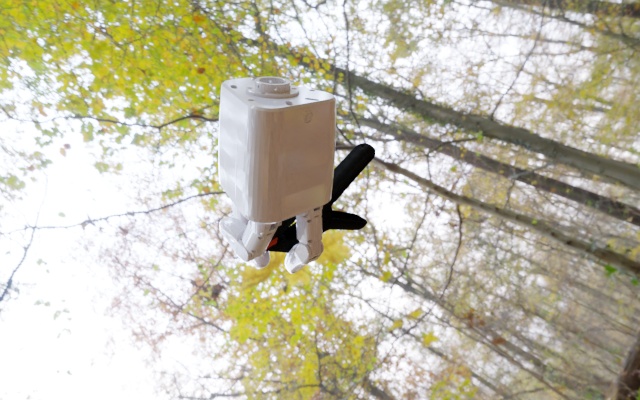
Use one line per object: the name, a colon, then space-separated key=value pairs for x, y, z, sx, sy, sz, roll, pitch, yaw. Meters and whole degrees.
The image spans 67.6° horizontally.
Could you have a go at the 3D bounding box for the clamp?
clamp: x=0.000 y=0.002 z=0.535 sx=0.171 sy=0.120 sz=0.039 roll=-20 pitch=36 yaw=-40
